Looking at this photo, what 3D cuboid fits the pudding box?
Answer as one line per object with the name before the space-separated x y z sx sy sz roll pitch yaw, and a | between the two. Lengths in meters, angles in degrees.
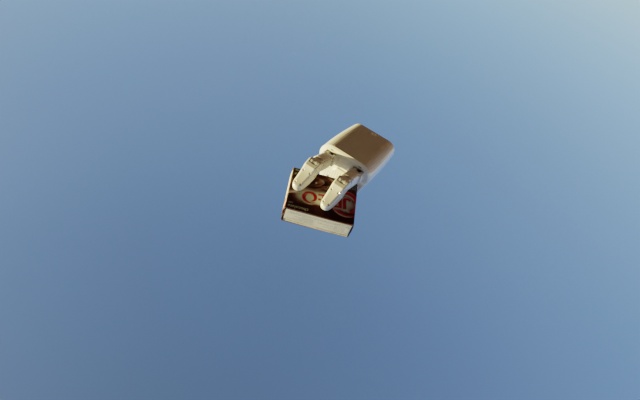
pudding box | 0.000 0.003 0.760 0.113 0.090 0.039 13 -44 -5
